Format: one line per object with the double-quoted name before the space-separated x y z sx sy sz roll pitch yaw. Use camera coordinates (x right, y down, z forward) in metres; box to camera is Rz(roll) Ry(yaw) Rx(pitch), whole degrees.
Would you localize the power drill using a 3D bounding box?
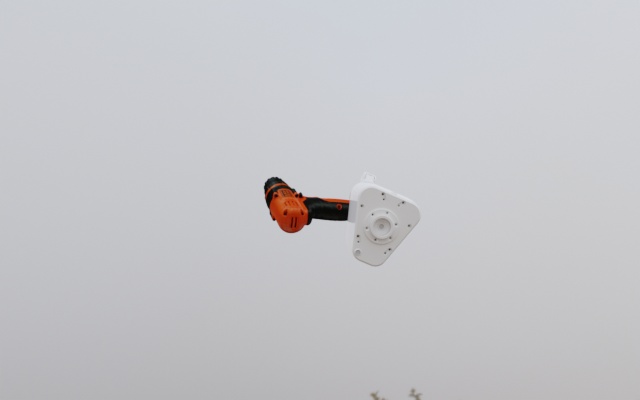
"power drill" 0.001 0.003 0.820 0.187 0.057 0.184 -1 23 -15
